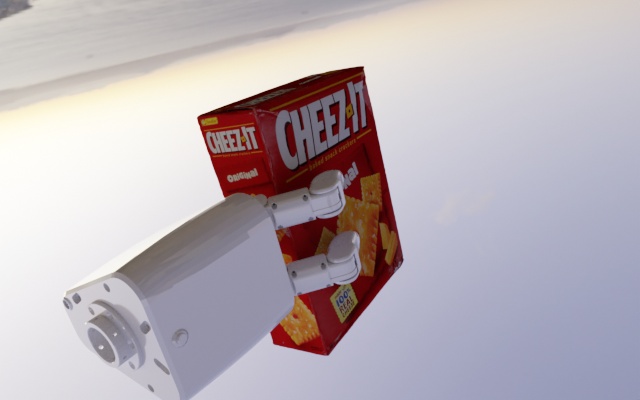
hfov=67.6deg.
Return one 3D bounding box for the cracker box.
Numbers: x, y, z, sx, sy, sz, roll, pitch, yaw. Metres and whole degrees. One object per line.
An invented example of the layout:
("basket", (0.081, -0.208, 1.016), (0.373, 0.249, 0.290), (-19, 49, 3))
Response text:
("cracker box", (0.000, 0.002, 0.436), (0.072, 0.214, 0.164), (0, 23, 36))
